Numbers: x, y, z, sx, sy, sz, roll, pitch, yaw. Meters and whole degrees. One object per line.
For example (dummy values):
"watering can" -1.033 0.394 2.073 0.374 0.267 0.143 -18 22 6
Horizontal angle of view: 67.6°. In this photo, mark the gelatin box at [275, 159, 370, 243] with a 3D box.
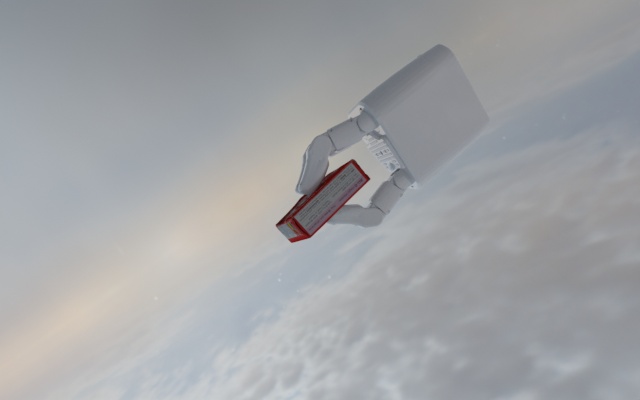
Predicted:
"gelatin box" 0.000 0.002 0.485 0.089 0.030 0.073 -45 6 -18
